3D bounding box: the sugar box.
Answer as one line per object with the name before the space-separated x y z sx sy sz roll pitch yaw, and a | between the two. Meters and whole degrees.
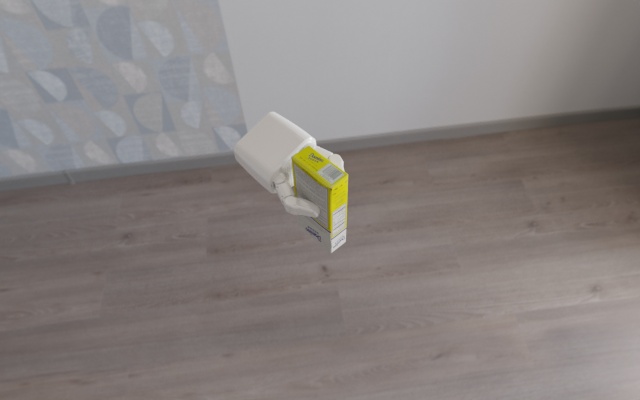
sugar box | 0.000 0.002 0.800 0.048 0.176 0.093 -37 59 -23
